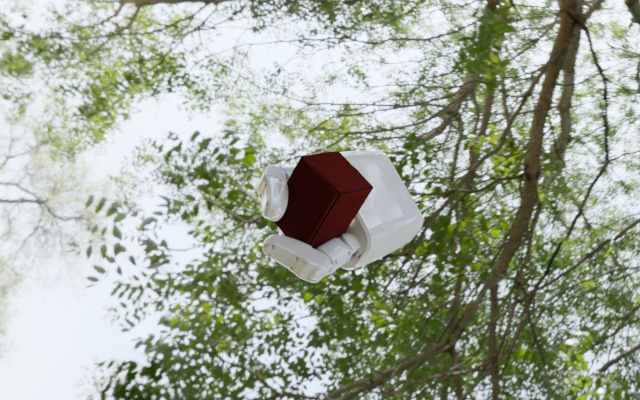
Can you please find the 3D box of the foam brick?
[{"bbox_3d":[0.000,0.001,0.435,0.051,0.078,0.053,-14,54,-46],"label":"foam brick"}]
